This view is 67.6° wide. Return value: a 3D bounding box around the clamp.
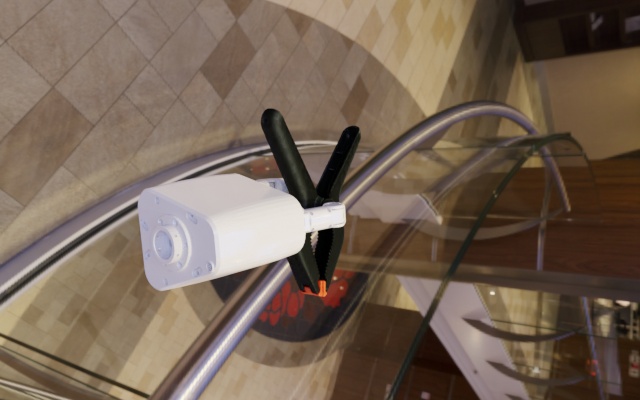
[{"bbox_3d":[0.001,0.002,0.550,0.036,0.210,0.164,2,9,39],"label":"clamp"}]
